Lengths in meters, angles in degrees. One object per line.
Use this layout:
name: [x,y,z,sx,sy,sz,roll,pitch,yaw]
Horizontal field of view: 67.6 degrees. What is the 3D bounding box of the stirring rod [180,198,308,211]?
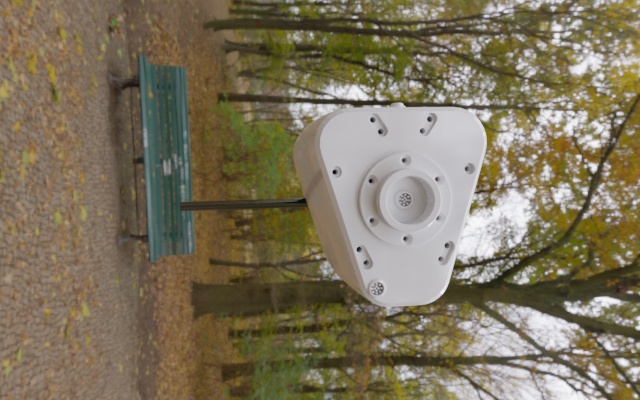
stirring rod: [0.000,0.001,0.422,0.239,0.011,0.011,-2,0,-7]
